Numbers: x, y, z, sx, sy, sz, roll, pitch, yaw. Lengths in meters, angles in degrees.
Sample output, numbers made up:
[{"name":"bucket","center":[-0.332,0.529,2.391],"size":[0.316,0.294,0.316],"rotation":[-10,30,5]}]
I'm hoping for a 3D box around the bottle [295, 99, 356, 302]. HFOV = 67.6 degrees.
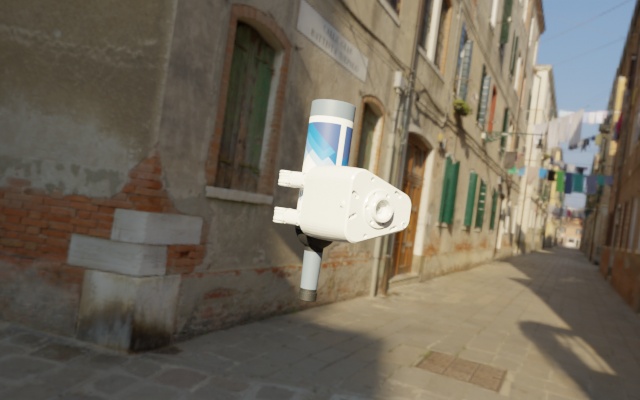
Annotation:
[{"name":"bottle","center":[0.000,0.002,0.714],"size":[0.069,0.295,0.069],"rotation":[8,-1,0]}]
